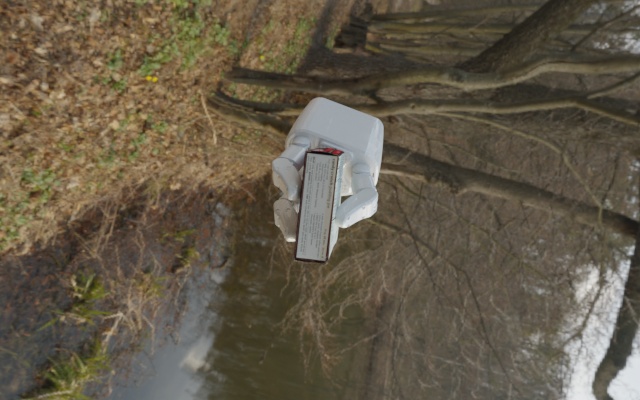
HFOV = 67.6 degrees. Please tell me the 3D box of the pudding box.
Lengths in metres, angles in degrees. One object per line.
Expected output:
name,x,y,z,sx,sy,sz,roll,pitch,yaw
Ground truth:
pudding box,0.000,0.002,0.505,0.039,0.113,0.090,5,8,6
